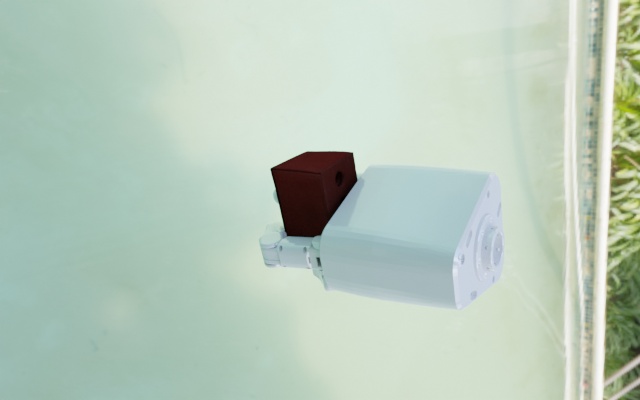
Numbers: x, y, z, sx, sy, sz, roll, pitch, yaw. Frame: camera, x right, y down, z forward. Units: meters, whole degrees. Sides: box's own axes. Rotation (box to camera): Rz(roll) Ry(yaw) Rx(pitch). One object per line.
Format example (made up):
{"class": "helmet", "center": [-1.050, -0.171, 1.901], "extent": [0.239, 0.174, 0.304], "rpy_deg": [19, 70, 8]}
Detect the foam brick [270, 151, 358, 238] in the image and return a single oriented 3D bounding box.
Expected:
{"class": "foam brick", "center": [0.000, 0.001, 0.405], "extent": [0.051, 0.078, 0.053], "rpy_deg": [5, 26, 36]}
